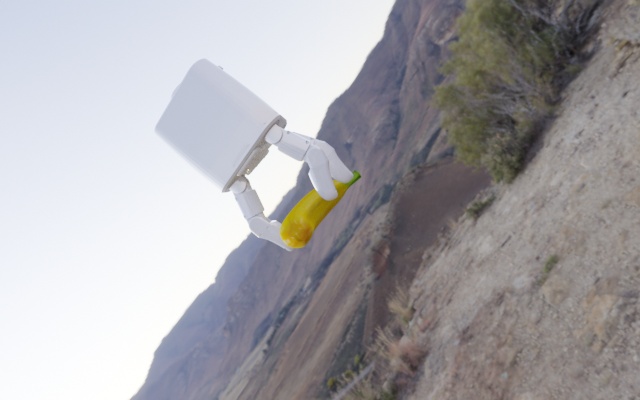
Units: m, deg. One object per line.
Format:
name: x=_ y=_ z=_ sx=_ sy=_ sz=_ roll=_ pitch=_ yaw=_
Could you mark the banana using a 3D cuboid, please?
banana: x=-0.010 y=0.012 z=0.547 sx=0.070 sy=0.037 sz=0.197 roll=-47 pitch=1 yaw=30
